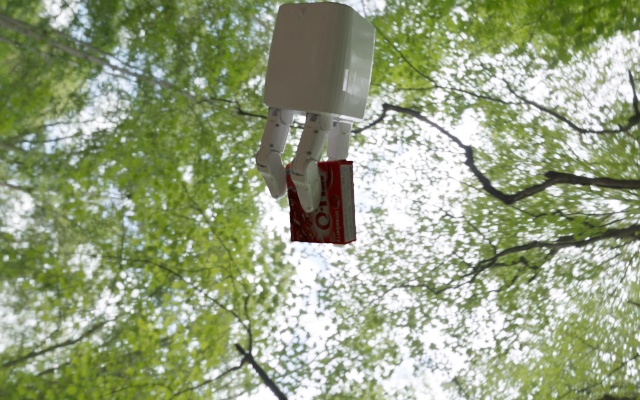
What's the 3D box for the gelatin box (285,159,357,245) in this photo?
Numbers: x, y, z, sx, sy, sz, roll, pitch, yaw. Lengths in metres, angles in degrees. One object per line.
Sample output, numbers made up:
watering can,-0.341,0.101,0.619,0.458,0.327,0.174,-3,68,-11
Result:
gelatin box,0.000,0.002,0.518,0.073,0.089,0.030,0,5,36
